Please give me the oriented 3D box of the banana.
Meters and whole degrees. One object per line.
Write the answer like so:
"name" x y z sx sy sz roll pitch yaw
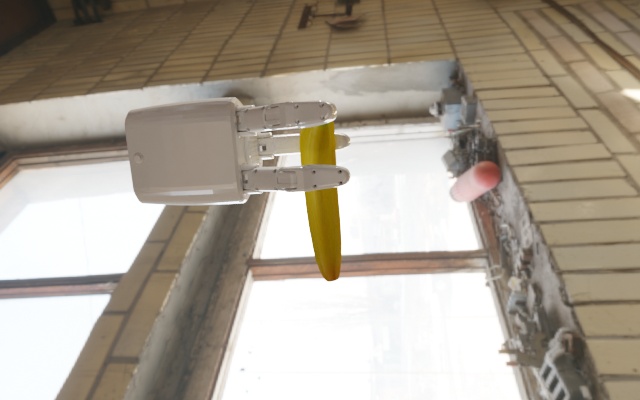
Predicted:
"banana" 0.000 -0.011 0.485 0.037 0.198 0.069 -3 31 3
